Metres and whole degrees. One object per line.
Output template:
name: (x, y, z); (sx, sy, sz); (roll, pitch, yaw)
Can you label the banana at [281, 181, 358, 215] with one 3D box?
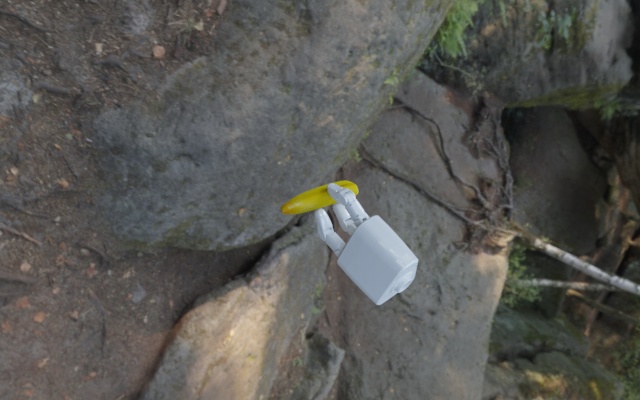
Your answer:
banana: (0.014, -0.007, 0.887); (0.198, 0.037, 0.070); (-14, -18, -49)
